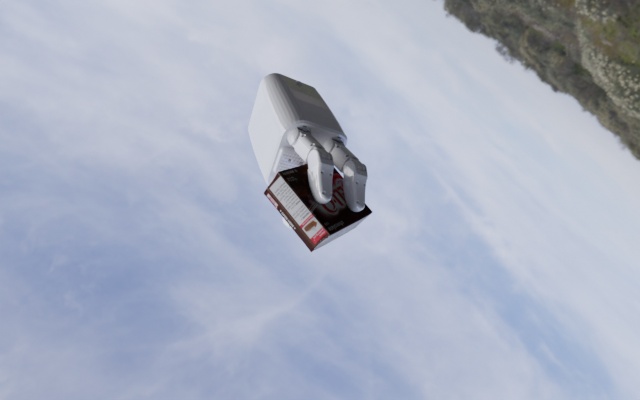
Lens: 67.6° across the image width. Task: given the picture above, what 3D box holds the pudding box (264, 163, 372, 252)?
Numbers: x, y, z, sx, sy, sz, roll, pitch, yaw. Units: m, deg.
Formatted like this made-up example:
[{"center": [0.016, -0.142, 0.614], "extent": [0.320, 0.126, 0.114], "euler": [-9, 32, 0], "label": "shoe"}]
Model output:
[{"center": [0.000, 0.002, 0.553], "extent": [0.039, 0.090, 0.113], "euler": [-48, -13, 32], "label": "pudding box"}]
